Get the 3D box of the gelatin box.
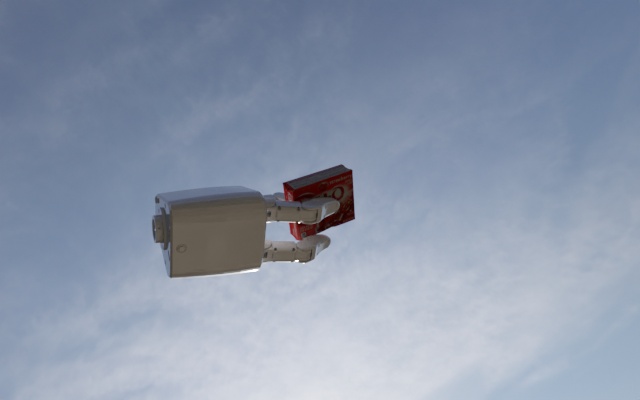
[{"bbox_3d":[0.000,0.002,0.609,0.089,0.073,0.030,-19,31,-24],"label":"gelatin box"}]
